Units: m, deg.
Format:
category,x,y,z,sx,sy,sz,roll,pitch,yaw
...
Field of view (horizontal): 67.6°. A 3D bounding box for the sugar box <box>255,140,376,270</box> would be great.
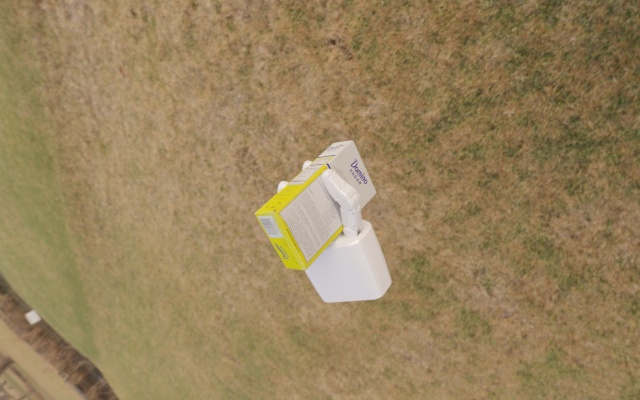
category,x,y,z,sx,sy,sz,roll,pitch,yaw
sugar box,0.000,0.002,0.648,0.048,0.093,0.176,-3,32,44
